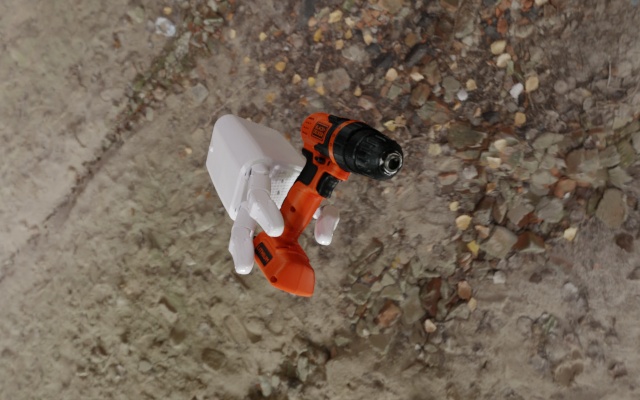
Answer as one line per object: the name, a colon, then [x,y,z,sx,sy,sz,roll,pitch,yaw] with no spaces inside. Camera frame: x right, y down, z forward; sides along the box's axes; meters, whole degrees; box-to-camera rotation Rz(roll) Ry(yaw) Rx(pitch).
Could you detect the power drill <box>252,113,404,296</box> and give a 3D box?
power drill: [0.000,0.002,0.504,0.057,0.187,0.184,24,7,-26]
